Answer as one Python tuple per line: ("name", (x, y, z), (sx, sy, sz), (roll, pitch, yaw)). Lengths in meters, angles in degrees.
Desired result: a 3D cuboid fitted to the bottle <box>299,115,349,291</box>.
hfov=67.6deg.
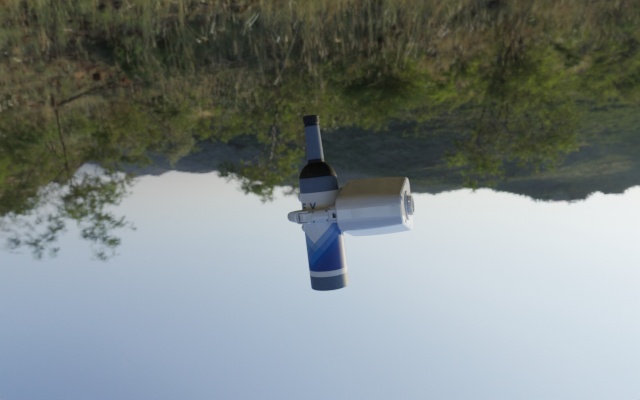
("bottle", (0.000, 0.003, 0.819), (0.069, 0.296, 0.069), (-7, 4, 0))
